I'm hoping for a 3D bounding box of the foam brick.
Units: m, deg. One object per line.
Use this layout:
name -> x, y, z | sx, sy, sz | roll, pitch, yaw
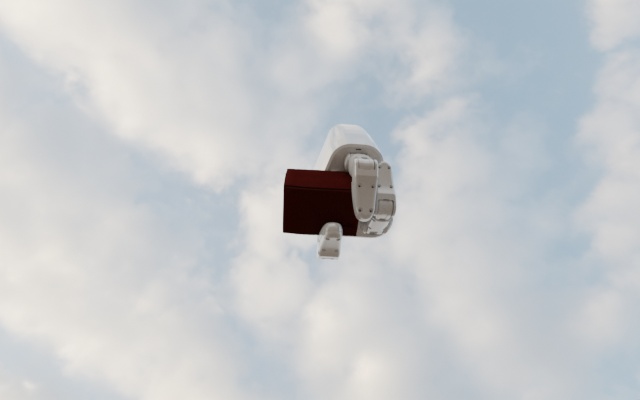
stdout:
foam brick -> 0.000, 0.002, 0.492 | 0.078, 0.053, 0.051 | 4, 24, -5
